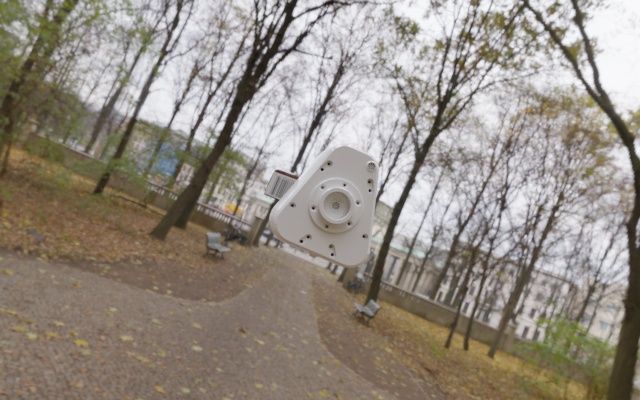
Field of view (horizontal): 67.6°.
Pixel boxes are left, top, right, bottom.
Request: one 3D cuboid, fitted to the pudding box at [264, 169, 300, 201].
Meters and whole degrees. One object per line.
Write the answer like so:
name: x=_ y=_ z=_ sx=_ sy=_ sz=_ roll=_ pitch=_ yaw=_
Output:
pudding box: x=0.000 y=0.002 z=0.599 sx=0.113 sy=0.039 sz=0.090 roll=23 pitch=-1 yaw=23
